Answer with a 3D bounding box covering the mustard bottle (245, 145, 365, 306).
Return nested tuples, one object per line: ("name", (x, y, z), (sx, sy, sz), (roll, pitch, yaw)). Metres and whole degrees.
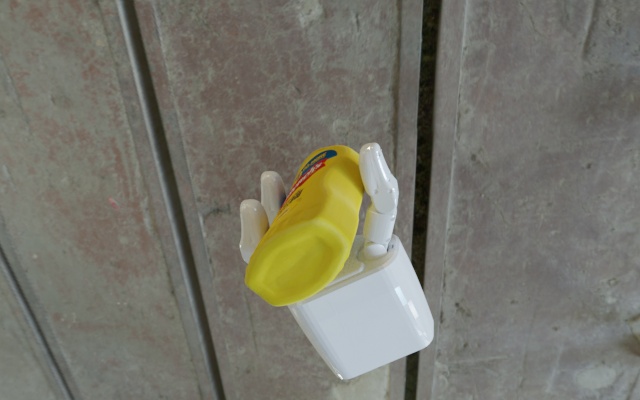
("mustard bottle", (0.000, 0.001, 0.422), (0.096, 0.058, 0.191), (-45, 12, 30))
